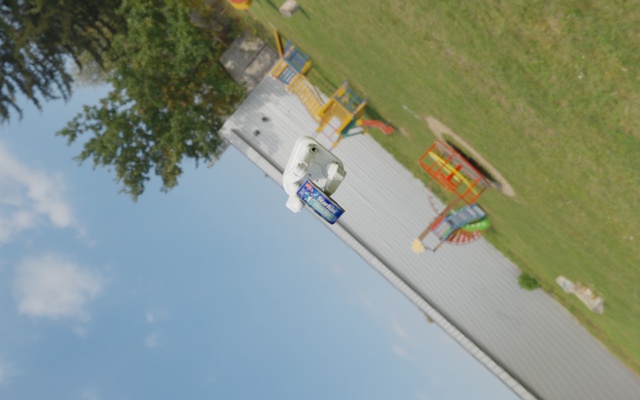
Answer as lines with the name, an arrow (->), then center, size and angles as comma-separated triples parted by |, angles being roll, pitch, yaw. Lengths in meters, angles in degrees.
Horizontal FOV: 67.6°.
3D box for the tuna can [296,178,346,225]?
tuna can -> 0.000, 0.003, 0.811 | 0.086, 0.034, 0.086 | 41, 3, -3
